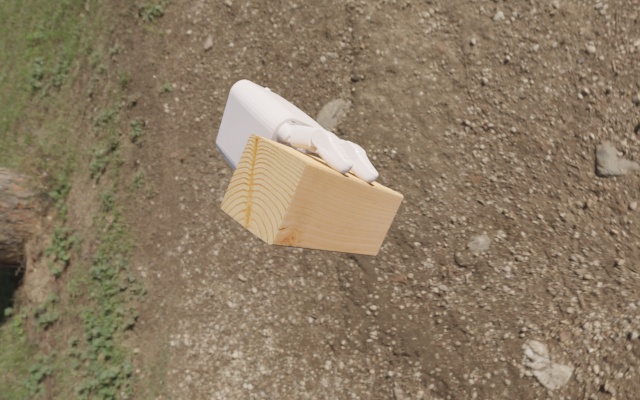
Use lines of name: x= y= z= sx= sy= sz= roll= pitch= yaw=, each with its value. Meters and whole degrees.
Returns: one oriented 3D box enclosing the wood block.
wood block: x=0.000 y=0.002 z=0.561 sx=0.090 sy=0.091 sz=0.206 roll=30 pitch=10 yaw=36
